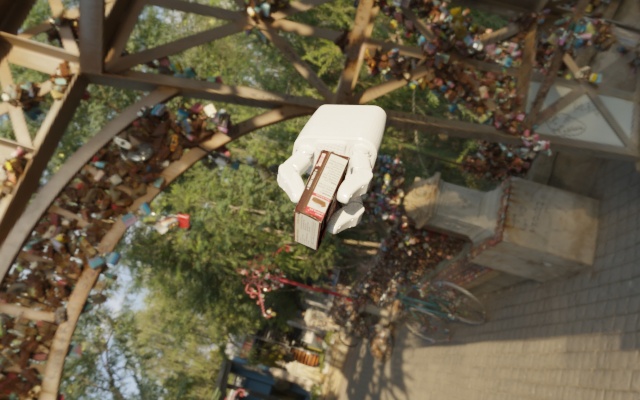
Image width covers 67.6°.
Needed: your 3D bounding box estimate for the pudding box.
[{"bbox_3d":[0.000,0.002,0.590,0.039,0.090,0.113,20,-21,8],"label":"pudding box"}]
